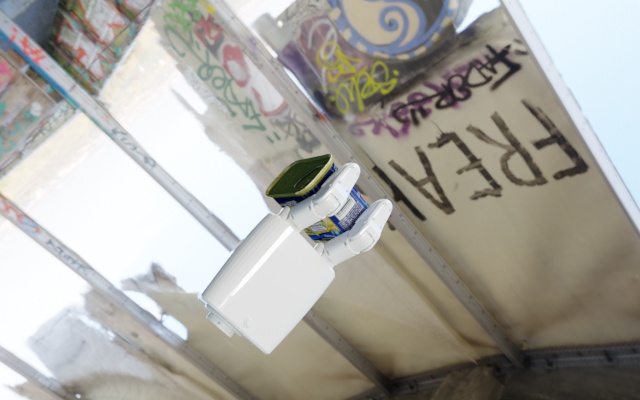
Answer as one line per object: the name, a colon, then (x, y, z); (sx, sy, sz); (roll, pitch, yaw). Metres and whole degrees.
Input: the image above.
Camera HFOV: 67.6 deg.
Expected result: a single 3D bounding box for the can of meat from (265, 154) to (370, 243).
can of meat: (0.000, 0.002, 0.525); (0.084, 0.057, 0.102); (48, -24, -20)
